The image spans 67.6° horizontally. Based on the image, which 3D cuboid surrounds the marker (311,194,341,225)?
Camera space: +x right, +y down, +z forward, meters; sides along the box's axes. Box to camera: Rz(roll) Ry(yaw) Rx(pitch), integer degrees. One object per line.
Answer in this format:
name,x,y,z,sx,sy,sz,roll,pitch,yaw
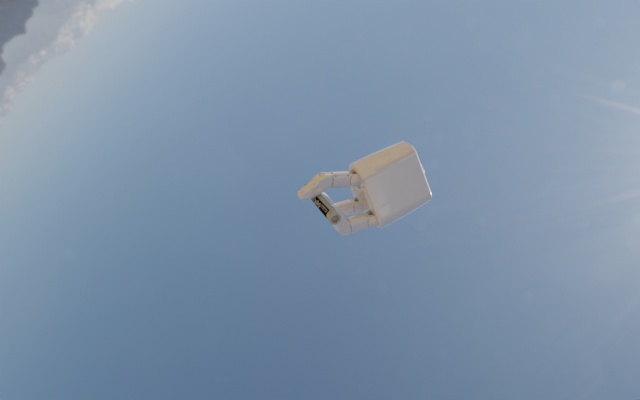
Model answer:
marker,0.000,0.003,0.759,0.020,0.020,0.121,0,25,-24
